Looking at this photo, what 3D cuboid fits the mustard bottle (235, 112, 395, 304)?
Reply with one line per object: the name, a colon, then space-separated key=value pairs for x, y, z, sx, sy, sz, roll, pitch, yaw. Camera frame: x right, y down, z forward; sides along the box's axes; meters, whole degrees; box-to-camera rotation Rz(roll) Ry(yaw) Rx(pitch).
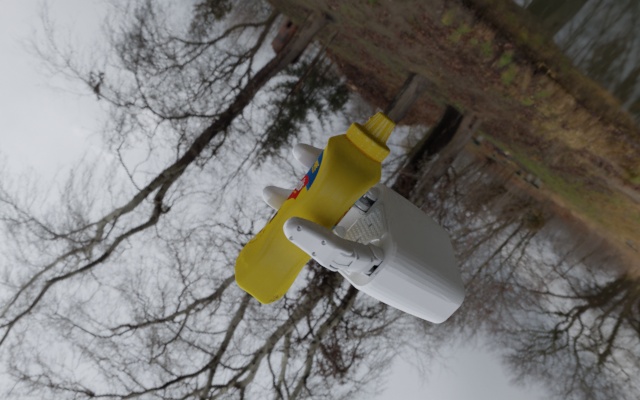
mustard bottle: x=0.000 y=0.001 z=0.431 sx=0.058 sy=0.192 sz=0.096 roll=38 pitch=17 yaw=-3
